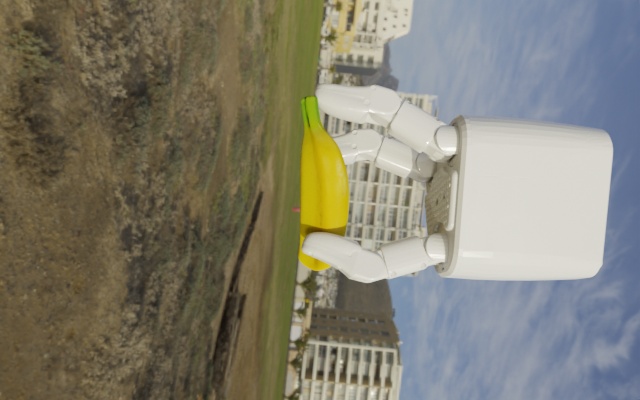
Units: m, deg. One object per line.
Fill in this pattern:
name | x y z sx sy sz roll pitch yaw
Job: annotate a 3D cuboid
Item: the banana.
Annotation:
banana | 0.001 0.014 0.386 0.037 0.069 0.198 0 -39 -3
